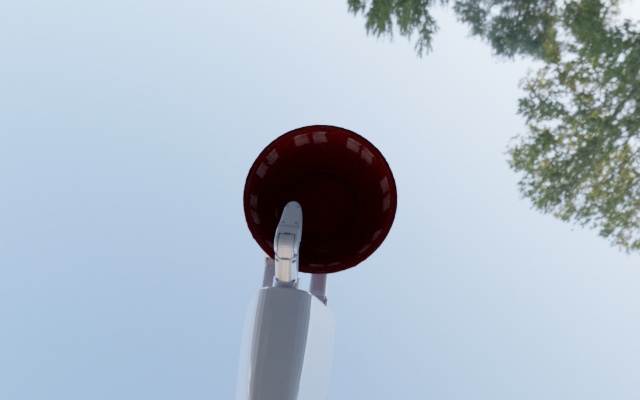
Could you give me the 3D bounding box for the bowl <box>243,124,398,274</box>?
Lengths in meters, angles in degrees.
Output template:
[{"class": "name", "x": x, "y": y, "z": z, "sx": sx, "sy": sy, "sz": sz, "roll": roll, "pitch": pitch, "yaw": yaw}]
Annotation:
[{"class": "bowl", "x": 0.001, "y": 0.001, "z": 0.522, "sx": 0.162, "sy": 0.162, "sz": 0.055, "roll": 0, "pitch": -13, "yaw": 2}]
